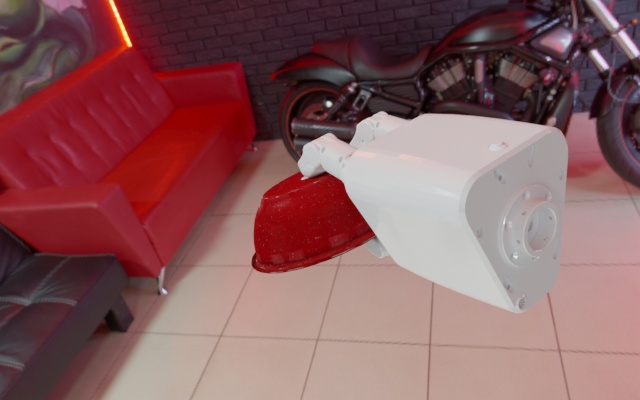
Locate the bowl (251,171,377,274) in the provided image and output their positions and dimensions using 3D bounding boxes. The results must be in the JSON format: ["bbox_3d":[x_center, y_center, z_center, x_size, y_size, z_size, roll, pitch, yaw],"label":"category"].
[{"bbox_3d":[-0.001,0.001,0.436,0.162,0.055,0.162,-23,12,5],"label":"bowl"}]
